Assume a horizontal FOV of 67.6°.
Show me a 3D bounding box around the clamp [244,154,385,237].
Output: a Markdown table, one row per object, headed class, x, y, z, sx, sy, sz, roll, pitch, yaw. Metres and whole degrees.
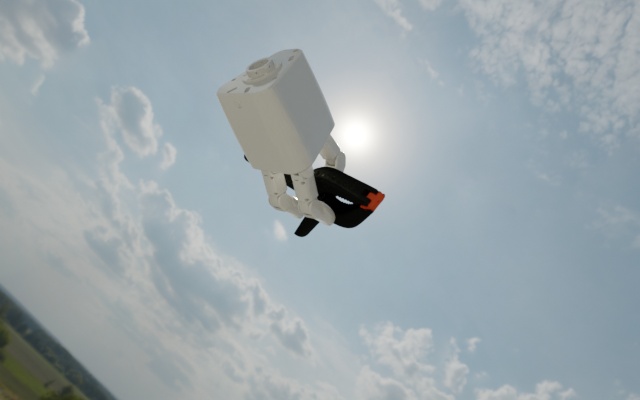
| class | x | y | z | sx | sy | sz | roll | pitch | yaw |
| --- | --- | --- | --- | --- | --- | --- | --- | --- | --- |
| clamp | 0.001 | 0.001 | 0.645 | 0.210 | 0.165 | 0.036 | 11 | 50 | 41 |
